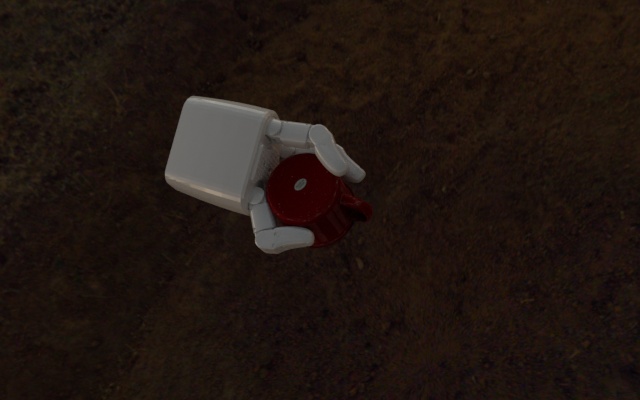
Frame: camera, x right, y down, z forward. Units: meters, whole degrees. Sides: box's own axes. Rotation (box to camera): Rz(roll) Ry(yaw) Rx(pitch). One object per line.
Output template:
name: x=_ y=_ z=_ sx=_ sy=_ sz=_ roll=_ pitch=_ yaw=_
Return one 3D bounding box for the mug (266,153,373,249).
mug: x=0.001 y=0.002 z=0.528 sx=0.117 sy=0.093 sz=0.081 roll=15 pitch=-15 yaw=18
